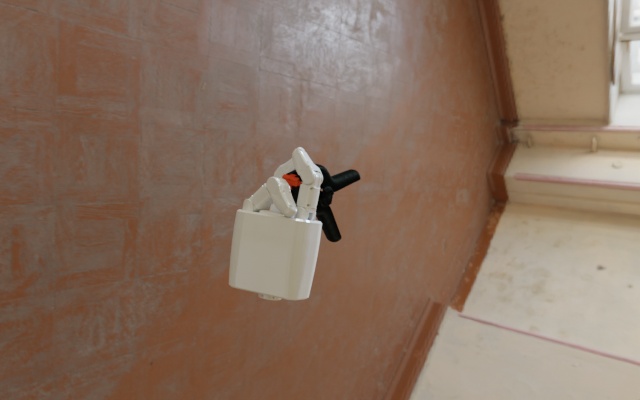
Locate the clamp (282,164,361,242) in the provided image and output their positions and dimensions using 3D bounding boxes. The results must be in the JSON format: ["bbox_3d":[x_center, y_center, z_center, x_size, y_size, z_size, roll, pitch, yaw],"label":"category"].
[{"bbox_3d":[0.001,0.002,0.712,0.039,0.120,0.171,8,-1,37],"label":"clamp"}]
